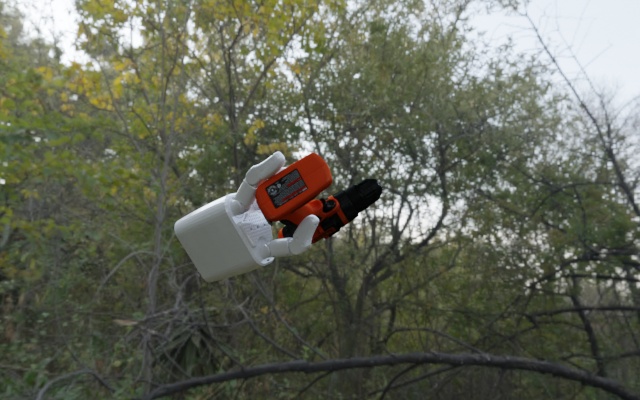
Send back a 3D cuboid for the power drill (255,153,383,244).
[{"bbox_3d":[0.000,0.002,0.694,0.184,0.057,0.188,-34,-25,2],"label":"power drill"}]
